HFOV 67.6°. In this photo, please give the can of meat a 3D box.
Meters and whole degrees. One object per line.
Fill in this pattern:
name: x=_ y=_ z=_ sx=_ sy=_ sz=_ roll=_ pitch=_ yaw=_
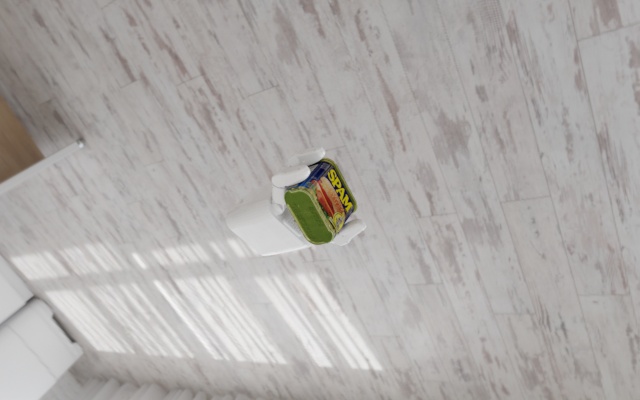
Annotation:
can of meat: x=0.000 y=0.003 z=0.702 sx=0.057 sy=0.102 sz=0.084 roll=-13 pitch=25 yaw=37
